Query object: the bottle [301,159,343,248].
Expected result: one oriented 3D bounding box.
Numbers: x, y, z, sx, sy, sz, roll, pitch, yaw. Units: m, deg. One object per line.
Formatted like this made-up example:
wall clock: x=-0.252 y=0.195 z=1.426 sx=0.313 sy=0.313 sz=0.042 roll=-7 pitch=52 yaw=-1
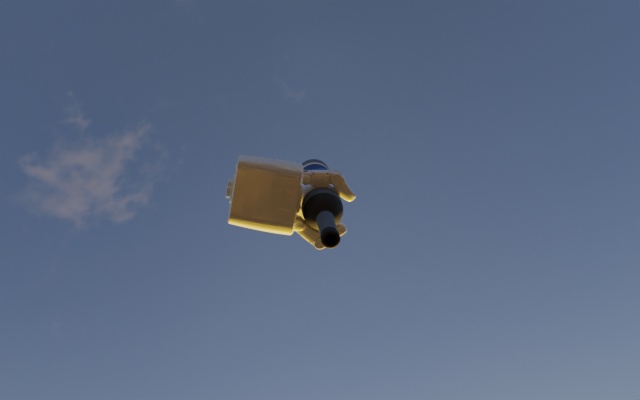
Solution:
bottle: x=0.000 y=0.003 z=0.801 sx=0.069 sy=0.069 sz=0.295 roll=0 pitch=21 yaw=-6
